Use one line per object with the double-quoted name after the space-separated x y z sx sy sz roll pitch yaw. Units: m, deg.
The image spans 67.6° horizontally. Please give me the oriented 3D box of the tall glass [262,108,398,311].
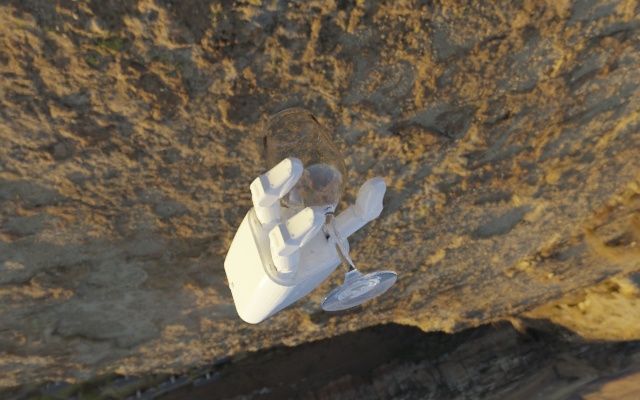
0.000 0.002 0.473 0.079 0.201 0.079 -18 -28 -10 "tall glass"
